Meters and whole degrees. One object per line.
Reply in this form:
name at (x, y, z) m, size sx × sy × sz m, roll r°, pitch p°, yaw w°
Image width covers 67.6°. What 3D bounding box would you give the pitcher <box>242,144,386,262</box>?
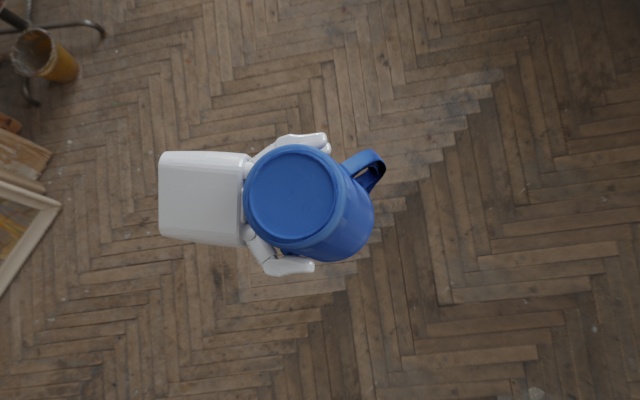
pitcher at (0.000, 0.002, 0.584) m, size 0.145 × 0.149 × 0.243 m, roll 5°, pitch -6°, yaw 10°
